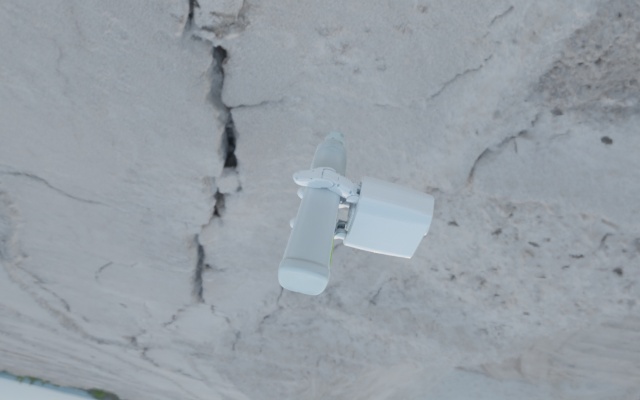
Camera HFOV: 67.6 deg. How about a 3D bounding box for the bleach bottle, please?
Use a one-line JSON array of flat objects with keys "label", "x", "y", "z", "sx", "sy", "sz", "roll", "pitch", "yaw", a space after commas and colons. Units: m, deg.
[{"label": "bleach bottle", "x": 0.000, "y": 0.002, "z": 0.692, "sx": 0.068, "sy": 0.250, "sz": 0.103, "roll": 14, "pitch": -27, "yaw": -1}]
